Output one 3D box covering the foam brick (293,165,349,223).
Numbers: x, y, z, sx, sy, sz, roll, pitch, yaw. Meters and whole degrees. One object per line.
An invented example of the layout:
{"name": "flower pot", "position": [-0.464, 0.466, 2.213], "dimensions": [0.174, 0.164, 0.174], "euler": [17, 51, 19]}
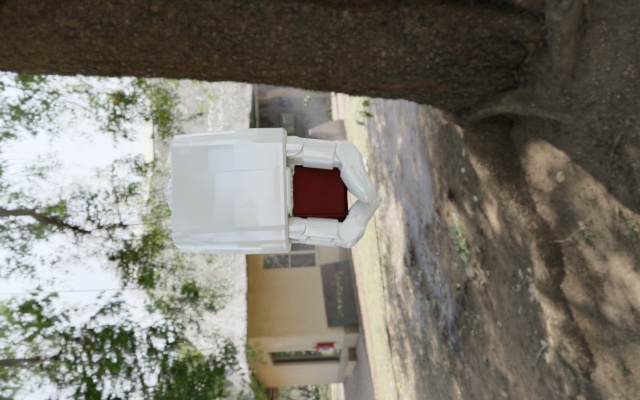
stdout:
{"name": "foam brick", "position": [0.000, 0.002, 0.484], "dimensions": [0.051, 0.053, 0.078], "euler": [-1, -20, 0]}
